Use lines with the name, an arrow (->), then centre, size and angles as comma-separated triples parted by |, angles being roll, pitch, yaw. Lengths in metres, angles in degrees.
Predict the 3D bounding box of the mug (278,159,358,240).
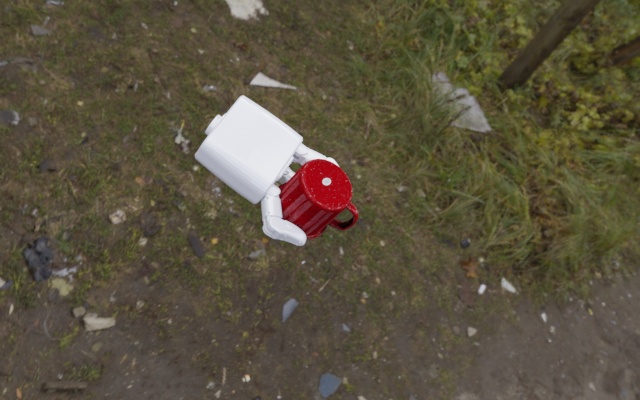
mug -> 0.001, 0.003, 0.662 | 0.117, 0.093, 0.081 | 34, -41, -11
